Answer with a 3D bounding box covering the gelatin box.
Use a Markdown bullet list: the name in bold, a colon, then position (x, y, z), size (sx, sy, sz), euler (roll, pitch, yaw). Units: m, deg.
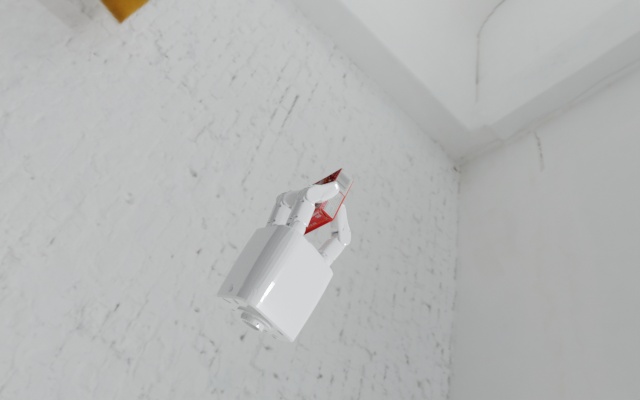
- **gelatin box**: position (0.001, 0.002, 0.681), size (0.030, 0.089, 0.073), euler (44, -42, -17)
